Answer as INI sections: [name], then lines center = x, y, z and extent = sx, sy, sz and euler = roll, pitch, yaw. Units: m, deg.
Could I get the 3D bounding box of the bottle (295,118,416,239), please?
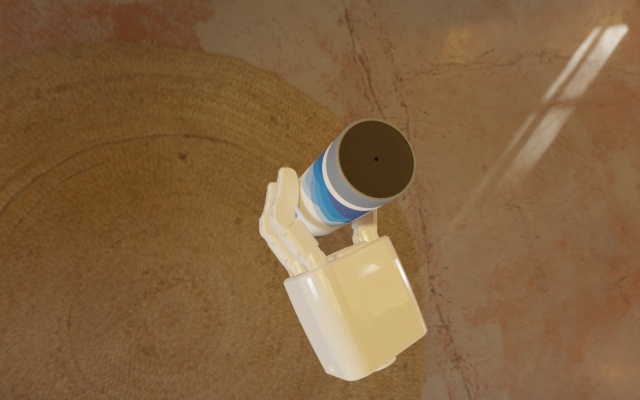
[bottle]
center = 0.000, 0.001, 0.498
extent = 0.069, 0.069, 0.296
euler = 0, -13, -17
